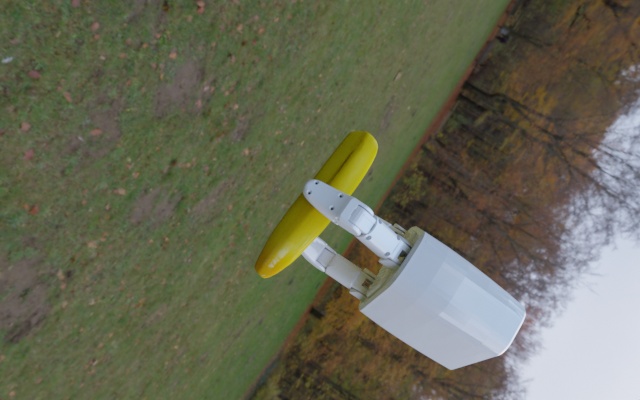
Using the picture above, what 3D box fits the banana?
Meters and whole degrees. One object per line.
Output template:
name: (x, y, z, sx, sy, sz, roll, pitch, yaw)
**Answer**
banana: (0.008, -0.010, 0.438, 0.037, 0.197, 0.070, 36, -38, 0)
